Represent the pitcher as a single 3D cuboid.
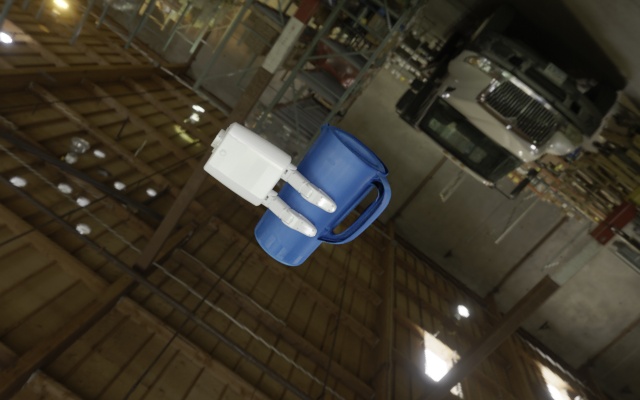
[{"bbox_3d":[0.000,0.003,0.825,0.145,0.243,0.149,34,18,-16],"label":"pitcher"}]
